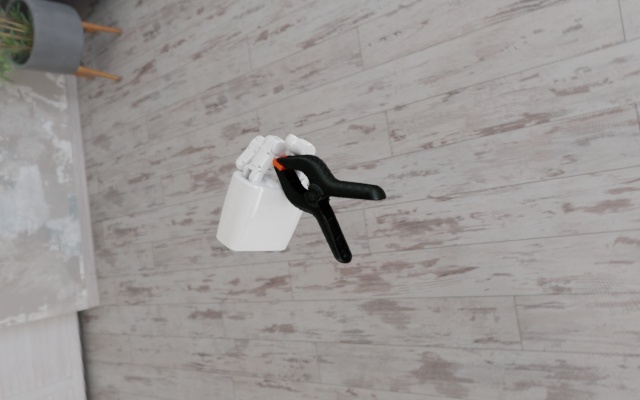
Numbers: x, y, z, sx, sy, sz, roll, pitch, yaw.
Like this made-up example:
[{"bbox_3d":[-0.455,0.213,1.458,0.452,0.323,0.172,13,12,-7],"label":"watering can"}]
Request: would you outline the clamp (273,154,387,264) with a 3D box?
[{"bbox_3d":[0.000,0.002,0.636,0.171,0.120,0.039,33,24,30],"label":"clamp"}]
